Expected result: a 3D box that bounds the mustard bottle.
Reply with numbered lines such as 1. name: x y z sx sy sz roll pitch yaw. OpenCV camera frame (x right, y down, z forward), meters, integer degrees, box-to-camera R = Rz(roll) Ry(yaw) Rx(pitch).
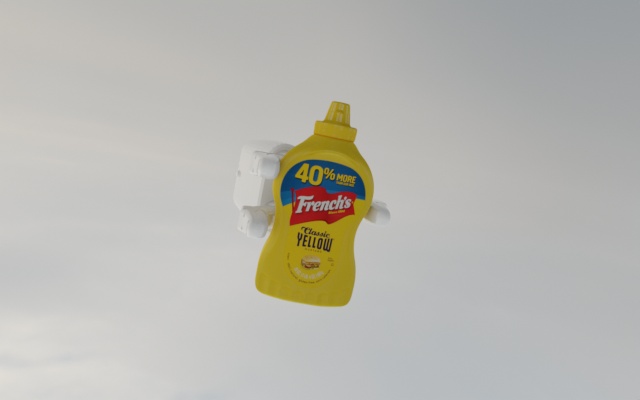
1. mustard bottle: 0.000 0.002 0.459 0.096 0.191 0.058 11 8 -4
